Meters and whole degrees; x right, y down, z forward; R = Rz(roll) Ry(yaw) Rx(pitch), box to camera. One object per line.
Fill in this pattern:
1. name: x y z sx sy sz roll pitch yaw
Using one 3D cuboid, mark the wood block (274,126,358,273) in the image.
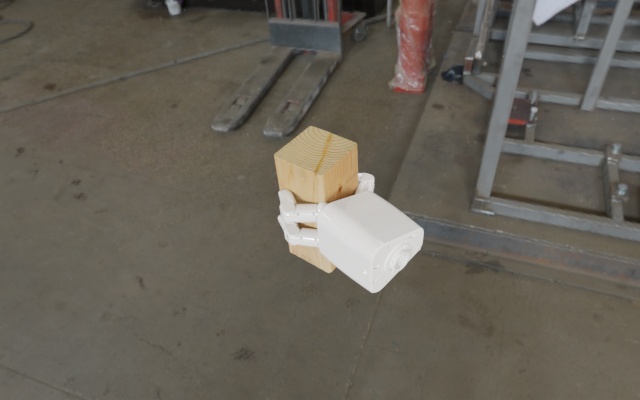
1. wood block: 0.001 0.002 0.750 0.090 0.206 0.090 25 50 29
